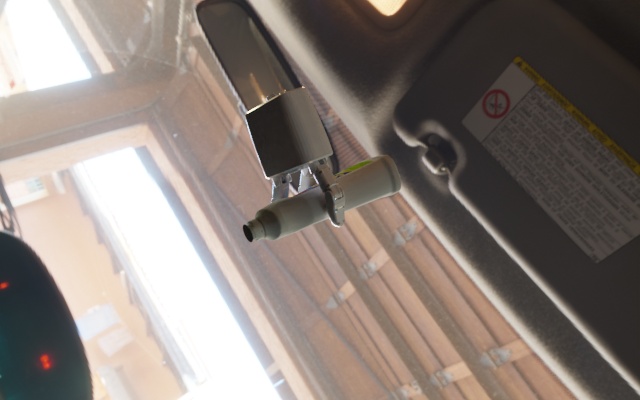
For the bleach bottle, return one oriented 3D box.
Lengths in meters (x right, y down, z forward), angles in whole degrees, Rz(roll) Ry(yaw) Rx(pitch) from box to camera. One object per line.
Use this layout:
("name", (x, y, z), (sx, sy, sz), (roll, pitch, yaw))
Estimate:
("bleach bottle", (0.000, 0.002, 0.733), (0.251, 0.068, 0.102), (-24, 6, -30))
